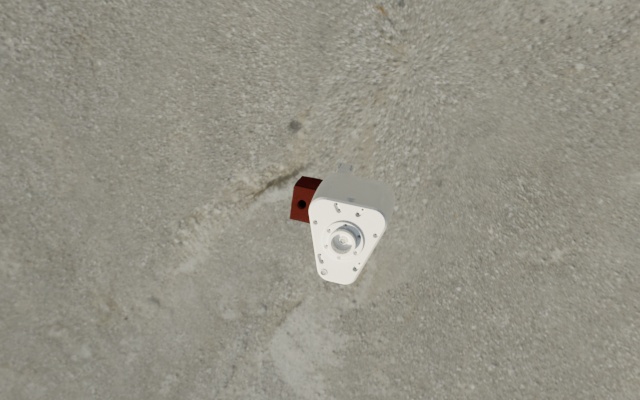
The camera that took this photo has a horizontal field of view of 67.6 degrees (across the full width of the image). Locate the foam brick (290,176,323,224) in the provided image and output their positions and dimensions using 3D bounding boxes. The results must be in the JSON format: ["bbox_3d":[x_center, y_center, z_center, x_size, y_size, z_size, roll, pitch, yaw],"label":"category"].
[{"bbox_3d":[0.000,0.002,0.684,0.078,0.053,0.051,12,21,8],"label":"foam brick"}]
